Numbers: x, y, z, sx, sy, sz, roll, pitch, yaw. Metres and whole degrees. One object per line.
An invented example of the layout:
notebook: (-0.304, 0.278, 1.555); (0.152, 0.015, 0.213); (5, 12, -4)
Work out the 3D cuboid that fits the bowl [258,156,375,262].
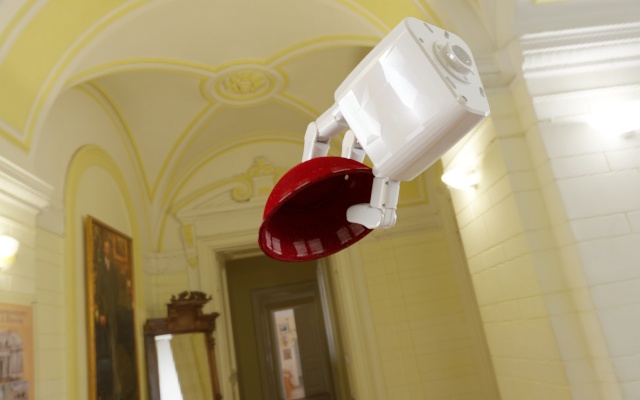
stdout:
bowl: (-0.001, 0.002, 0.535); (0.162, 0.055, 0.162); (-18, -34, -13)
